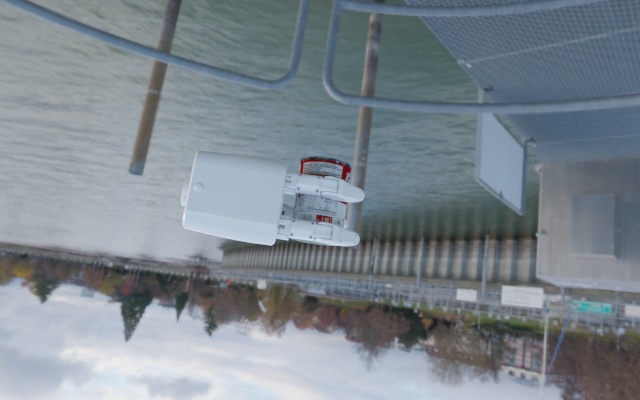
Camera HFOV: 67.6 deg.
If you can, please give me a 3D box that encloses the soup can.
[{"bbox_3d":[0.000,0.002,0.609,0.068,0.102,0.068,8,-11,2],"label":"soup can"}]
